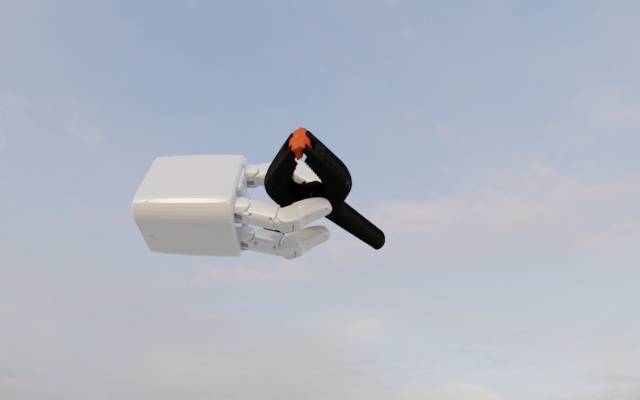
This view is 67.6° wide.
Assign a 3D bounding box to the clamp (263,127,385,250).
[{"bbox_3d":[0.000,0.001,0.542,0.164,0.036,0.210,1,-36,0],"label":"clamp"}]
